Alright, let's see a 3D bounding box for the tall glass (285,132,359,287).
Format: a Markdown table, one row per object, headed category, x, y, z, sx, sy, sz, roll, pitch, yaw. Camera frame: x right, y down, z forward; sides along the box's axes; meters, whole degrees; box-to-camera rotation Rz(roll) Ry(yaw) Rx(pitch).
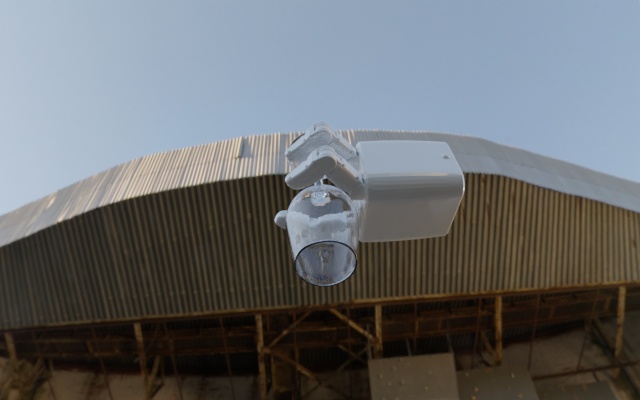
| category | x | y | z | sx | sy | sz | roll | pitch | yaw |
| --- | --- | --- | --- | --- | --- | --- | --- | --- | --- |
| tall glass | 0.000 | 0.001 | 0.537 | 0.079 | 0.079 | 0.201 | 0 | 37 | -3 |
